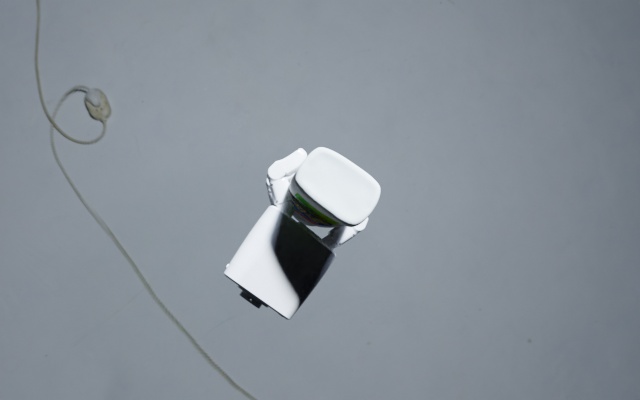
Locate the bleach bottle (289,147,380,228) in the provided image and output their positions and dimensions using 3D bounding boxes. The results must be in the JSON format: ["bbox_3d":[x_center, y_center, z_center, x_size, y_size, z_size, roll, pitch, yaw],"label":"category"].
[{"bbox_3d":[0.000,0.002,0.667,0.102,0.068,0.251,36,-13,-2],"label":"bleach bottle"}]
